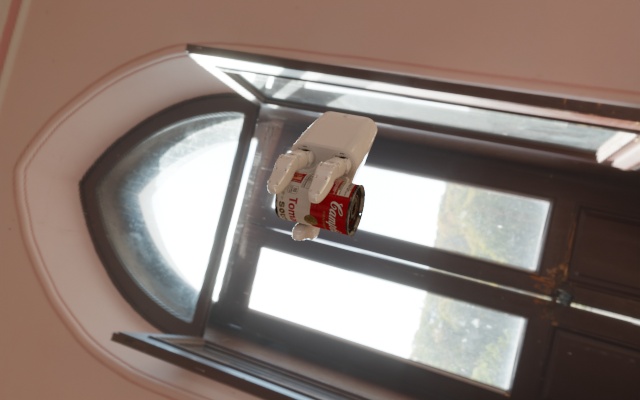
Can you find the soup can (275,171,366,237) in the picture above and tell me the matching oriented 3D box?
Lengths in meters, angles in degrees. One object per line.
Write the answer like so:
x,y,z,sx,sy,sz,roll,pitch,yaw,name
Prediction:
0.000,0.002,0.622,0.102,0.068,0.068,13,4,18,soup can
